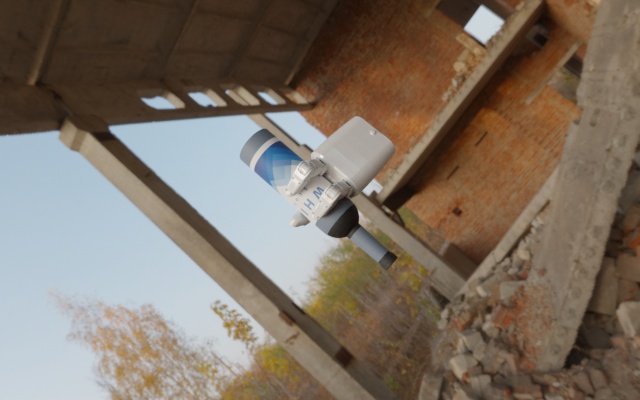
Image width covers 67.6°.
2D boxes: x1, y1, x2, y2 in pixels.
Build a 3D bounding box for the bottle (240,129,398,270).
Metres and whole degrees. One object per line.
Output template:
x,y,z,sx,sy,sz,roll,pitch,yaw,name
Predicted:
0.000,0.002,0.756,0.295,0.069,0.069,41,9,11,bottle
